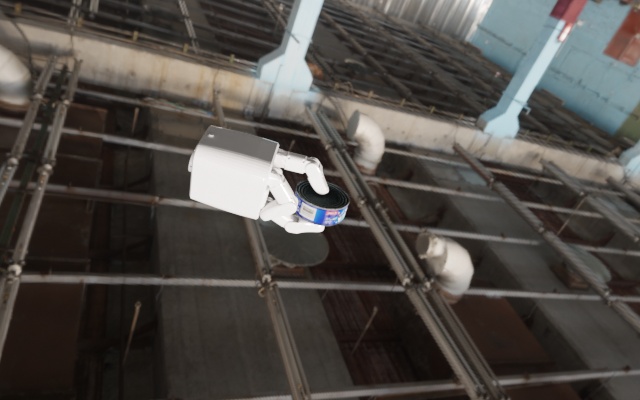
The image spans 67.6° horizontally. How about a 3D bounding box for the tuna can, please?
[{"bbox_3d":[0.000,0.003,0.742,0.086,0.034,0.086,12,30,-7],"label":"tuna can"}]
